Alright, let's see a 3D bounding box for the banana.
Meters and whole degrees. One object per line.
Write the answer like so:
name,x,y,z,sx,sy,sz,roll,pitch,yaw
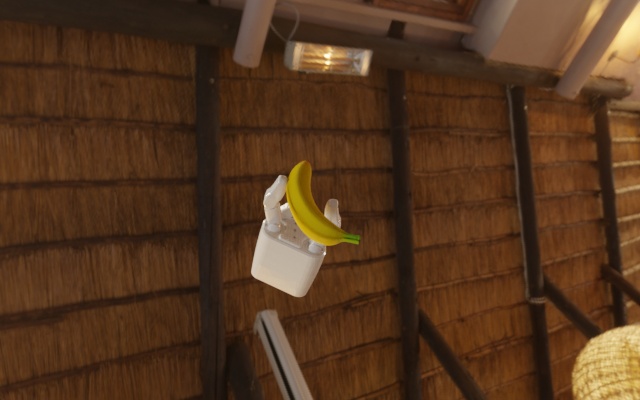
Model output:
banana,-0.015,0.005,0.710,0.069,0.037,0.197,-2,40,-29
